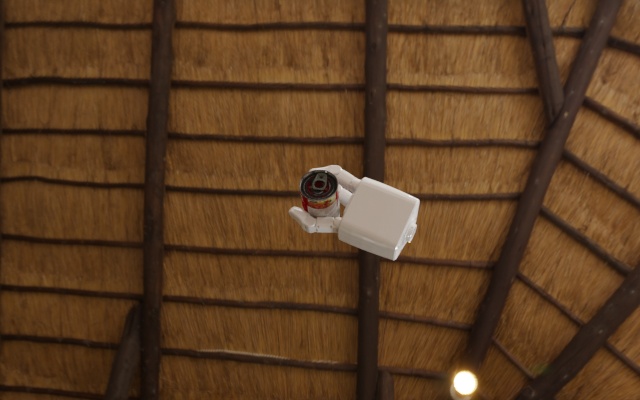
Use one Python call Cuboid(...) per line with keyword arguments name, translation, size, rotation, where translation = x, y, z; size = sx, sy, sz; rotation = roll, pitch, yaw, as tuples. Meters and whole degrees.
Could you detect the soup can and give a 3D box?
Cuboid(name="soup can", translation=(0.000, 0.003, 0.855), size=(0.068, 0.068, 0.102), rotation=(0, -37, 4))
